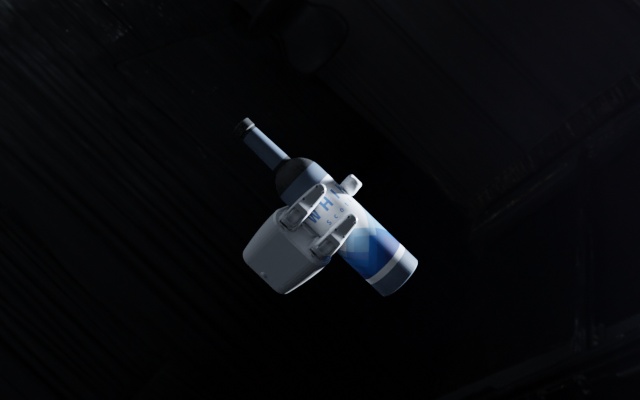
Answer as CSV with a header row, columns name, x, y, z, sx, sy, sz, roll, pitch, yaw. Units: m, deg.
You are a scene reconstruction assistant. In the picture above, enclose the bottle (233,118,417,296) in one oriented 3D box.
name,x,y,z,sx,sy,sz,roll,pitch,yaw
bottle,0.000,0.002,0.635,0.296,0.069,0.069,44,-2,-2
